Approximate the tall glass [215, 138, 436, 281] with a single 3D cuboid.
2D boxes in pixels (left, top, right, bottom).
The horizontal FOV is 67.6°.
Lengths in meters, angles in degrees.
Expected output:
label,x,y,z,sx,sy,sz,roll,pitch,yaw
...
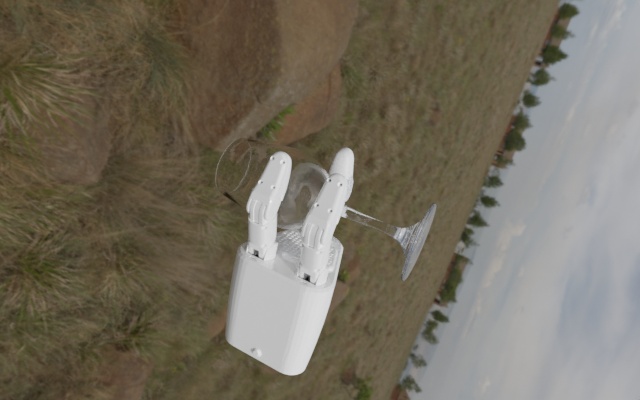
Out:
label,x,y,z,sx,sy,sz,roll,pitch,yaw
tall glass,0.001,0.002,0.451,0.201,0.079,0.079,23,7,18
